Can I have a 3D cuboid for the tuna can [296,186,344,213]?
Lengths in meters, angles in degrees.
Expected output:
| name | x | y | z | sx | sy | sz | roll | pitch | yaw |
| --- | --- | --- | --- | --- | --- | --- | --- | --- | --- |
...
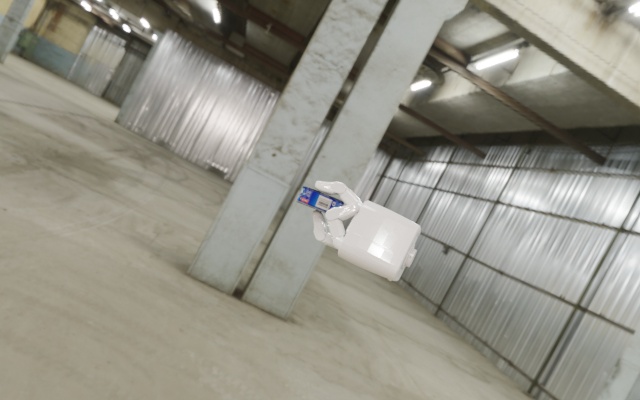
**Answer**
| name | x | y | z | sx | sy | sz | roll | pitch | yaw |
| --- | --- | --- | --- | --- | --- | --- | --- | --- | --- |
| tuna can | 0.000 | 0.002 | 0.894 | 0.086 | 0.034 | 0.086 | 22 | -1 | 0 |
